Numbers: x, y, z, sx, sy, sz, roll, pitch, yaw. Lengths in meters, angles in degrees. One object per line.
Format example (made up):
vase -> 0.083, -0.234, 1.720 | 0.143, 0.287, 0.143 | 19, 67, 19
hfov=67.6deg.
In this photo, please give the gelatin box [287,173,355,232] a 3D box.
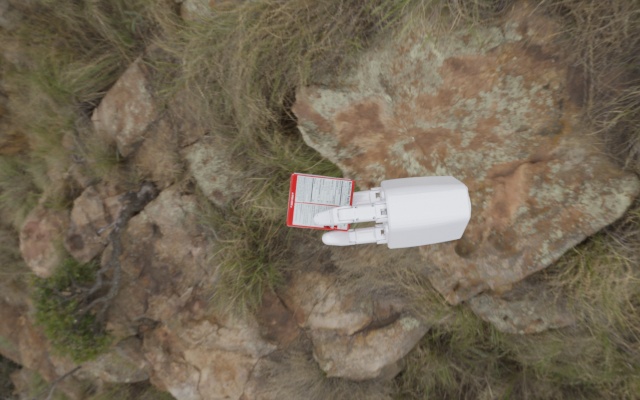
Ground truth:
gelatin box -> 0.000, 0.002, 0.668 | 0.089, 0.073, 0.030 | 6, 6, -4
